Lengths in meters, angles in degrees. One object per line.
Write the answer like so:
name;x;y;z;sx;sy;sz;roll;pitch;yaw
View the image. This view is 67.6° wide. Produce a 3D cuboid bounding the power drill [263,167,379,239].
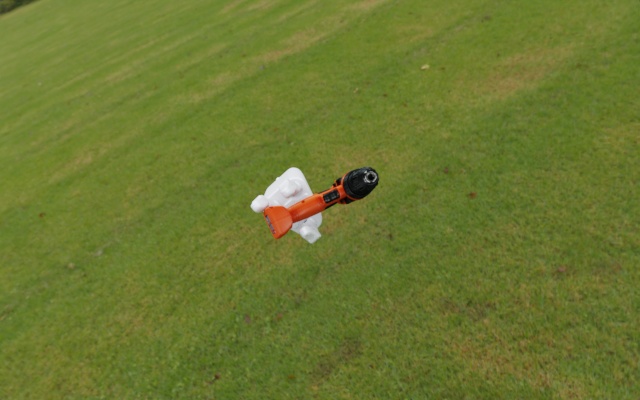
power drill;0.000;0.003;0.821;0.187;0.057;0.184;-23;-4;-14
